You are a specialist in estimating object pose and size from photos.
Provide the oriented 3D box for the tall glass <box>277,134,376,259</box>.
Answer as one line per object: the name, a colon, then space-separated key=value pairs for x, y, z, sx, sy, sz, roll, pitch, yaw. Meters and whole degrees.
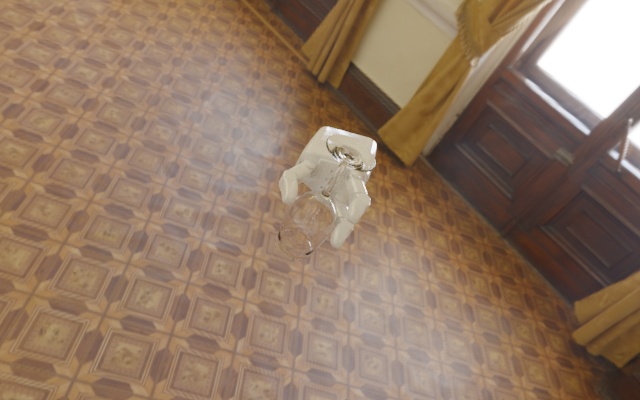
tall glass: x=0.000 y=0.002 z=0.702 sx=0.079 sy=0.079 sz=0.201 roll=0 pitch=-43 yaw=-35
